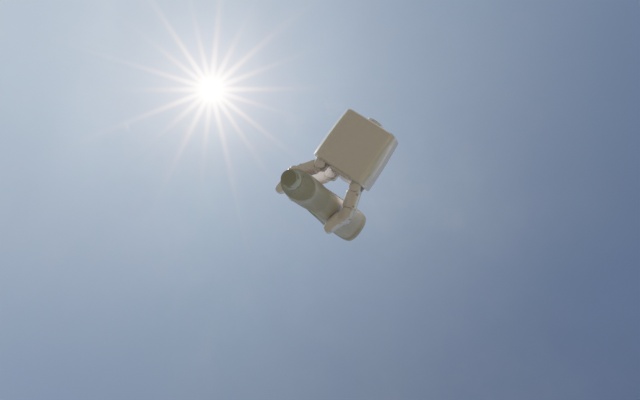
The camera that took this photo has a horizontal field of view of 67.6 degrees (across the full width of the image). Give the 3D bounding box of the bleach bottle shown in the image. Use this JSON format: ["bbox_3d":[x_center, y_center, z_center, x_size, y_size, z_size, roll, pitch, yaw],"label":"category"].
[{"bbox_3d":[0.000,0.003,0.864,0.102,0.068,0.251,34,-2,27],"label":"bleach bottle"}]
